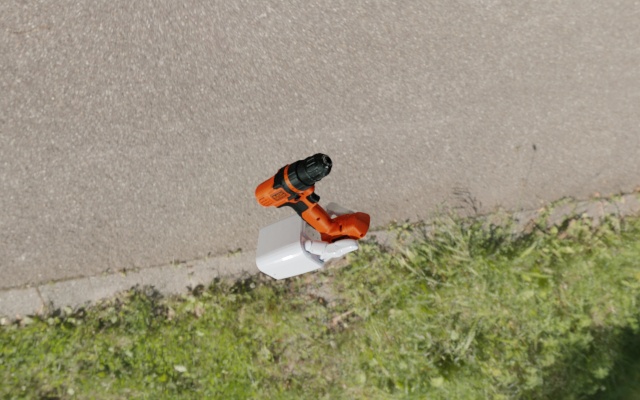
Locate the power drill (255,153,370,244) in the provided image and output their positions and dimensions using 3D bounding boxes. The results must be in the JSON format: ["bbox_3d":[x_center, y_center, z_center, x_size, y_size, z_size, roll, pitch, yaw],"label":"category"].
[{"bbox_3d":[0.000,0.003,0.845,0.188,0.057,0.184,40,-39,-24],"label":"power drill"}]
